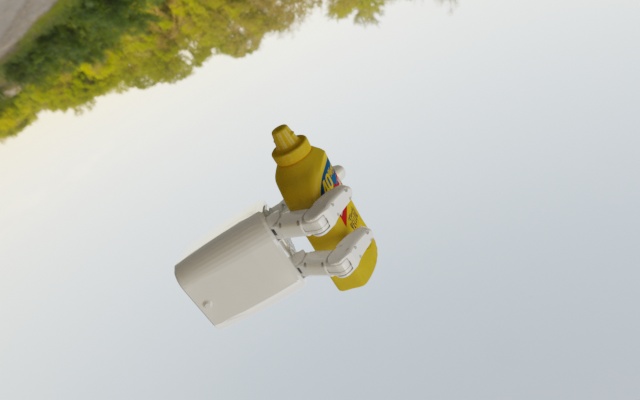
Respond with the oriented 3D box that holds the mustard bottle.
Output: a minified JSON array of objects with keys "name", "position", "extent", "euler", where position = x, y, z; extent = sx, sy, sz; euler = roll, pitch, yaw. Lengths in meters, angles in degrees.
[{"name":"mustard bottle","position":[0.001,0.002,0.520],"extent":[0.058,0.192,0.096],"euler":[-18,30,22]}]
